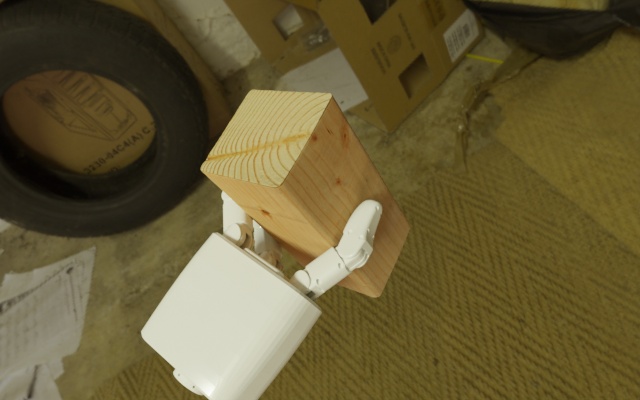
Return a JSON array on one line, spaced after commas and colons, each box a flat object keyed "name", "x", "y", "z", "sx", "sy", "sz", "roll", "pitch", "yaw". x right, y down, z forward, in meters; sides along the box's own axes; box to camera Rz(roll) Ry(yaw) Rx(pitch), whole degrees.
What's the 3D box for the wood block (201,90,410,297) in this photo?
[{"name": "wood block", "x": 0.000, "y": 0.002, "z": 0.448, "sx": 0.091, "sy": 0.090, "sz": 0.206, "roll": 13, "pitch": -25, "yaw": 36}]
